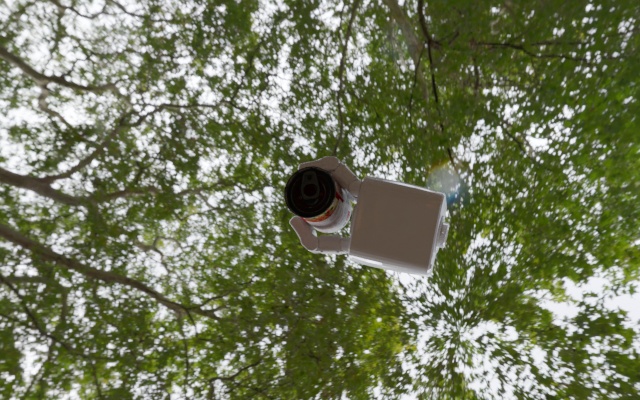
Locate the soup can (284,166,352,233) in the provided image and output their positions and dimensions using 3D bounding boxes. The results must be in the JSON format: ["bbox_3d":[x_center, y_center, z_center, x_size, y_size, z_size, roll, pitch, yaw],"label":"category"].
[{"bbox_3d":[0.000,0.002,0.643,0.068,0.068,0.102,0,-15,16],"label":"soup can"}]
